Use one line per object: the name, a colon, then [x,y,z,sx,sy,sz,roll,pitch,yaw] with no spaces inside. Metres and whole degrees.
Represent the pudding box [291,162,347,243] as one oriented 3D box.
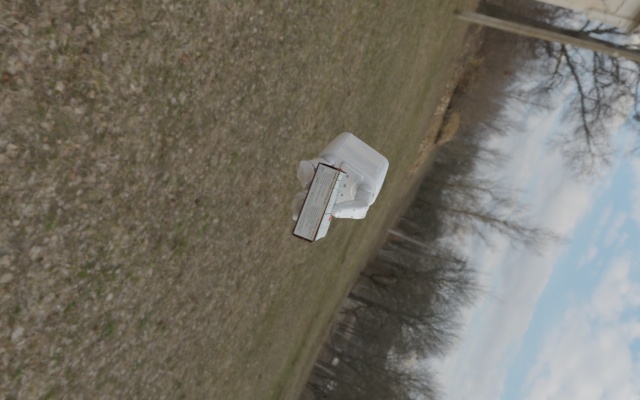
pudding box: [0.000,0.002,0.705,0.039,0.113,0.090,19,3,9]
